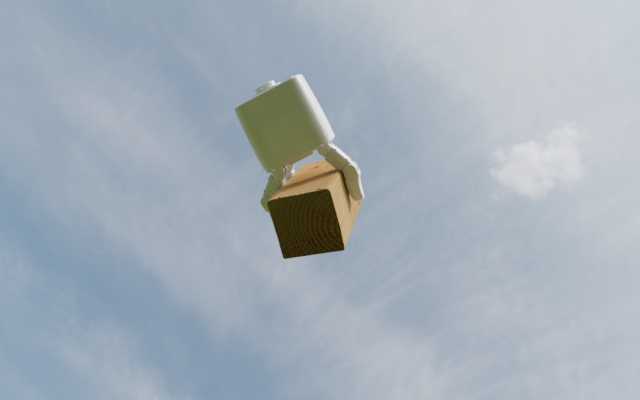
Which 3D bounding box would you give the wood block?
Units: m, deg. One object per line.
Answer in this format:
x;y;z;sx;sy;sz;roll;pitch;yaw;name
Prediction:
0.000;0.002;0.730;0.091;0.090;0.206;-11;16;15;wood block
